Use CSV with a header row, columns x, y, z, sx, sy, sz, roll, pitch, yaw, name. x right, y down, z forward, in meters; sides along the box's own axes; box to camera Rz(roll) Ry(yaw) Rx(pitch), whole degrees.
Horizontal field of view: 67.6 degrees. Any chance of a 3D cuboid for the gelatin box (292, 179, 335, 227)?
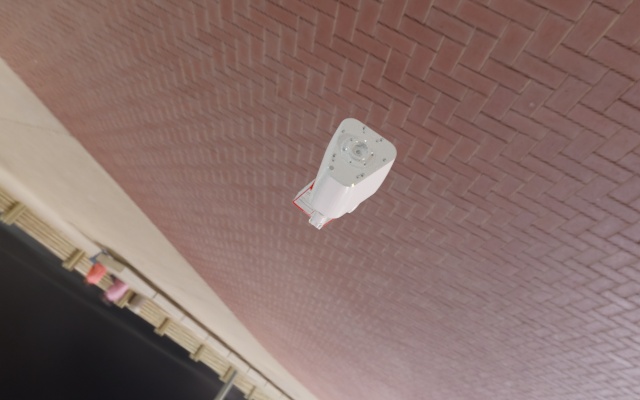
x,y,z,sx,sy,sz,roll,pitch,yaw,name
0.000,0.003,0.838,0.073,0.030,0.089,38,-30,-8,gelatin box
